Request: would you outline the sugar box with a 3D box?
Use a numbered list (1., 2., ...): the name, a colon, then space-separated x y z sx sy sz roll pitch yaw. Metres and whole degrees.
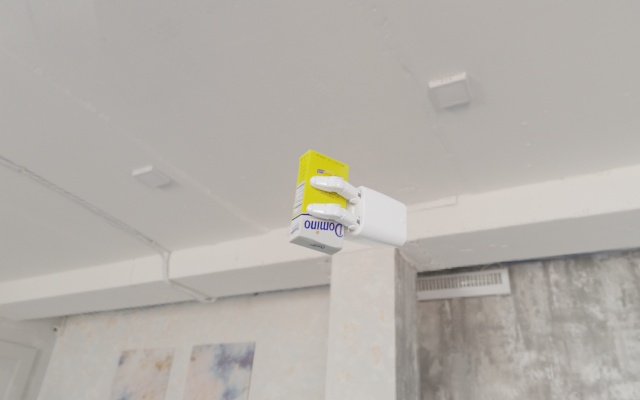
1. sugar box: 0.001 0.003 0.876 0.093 0.176 0.048 19 -32 -26
